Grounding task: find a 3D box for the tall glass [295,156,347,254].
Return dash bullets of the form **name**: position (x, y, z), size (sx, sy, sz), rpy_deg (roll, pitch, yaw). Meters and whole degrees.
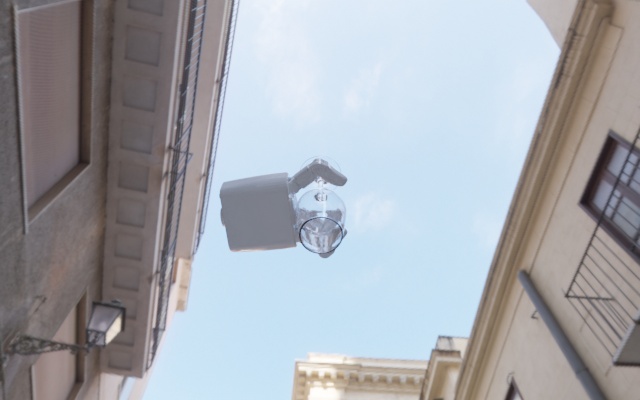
- **tall glass**: position (0.000, 0.002, 0.751), size (0.079, 0.079, 0.201), rpy_deg (0, 28, -1)
